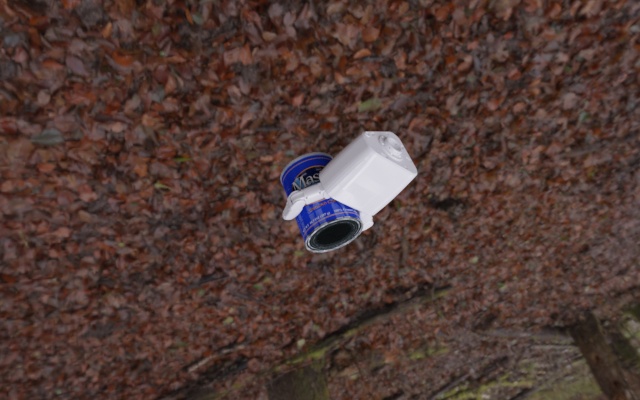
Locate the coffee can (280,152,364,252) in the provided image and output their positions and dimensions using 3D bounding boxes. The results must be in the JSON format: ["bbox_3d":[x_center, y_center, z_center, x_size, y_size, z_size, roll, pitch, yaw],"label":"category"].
[{"bbox_3d":[0.000,0.003,0.817,0.103,0.140,0.103,-17,-31,-10],"label":"coffee can"}]
